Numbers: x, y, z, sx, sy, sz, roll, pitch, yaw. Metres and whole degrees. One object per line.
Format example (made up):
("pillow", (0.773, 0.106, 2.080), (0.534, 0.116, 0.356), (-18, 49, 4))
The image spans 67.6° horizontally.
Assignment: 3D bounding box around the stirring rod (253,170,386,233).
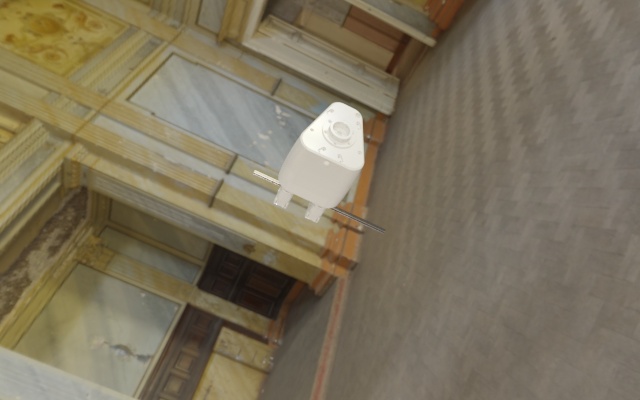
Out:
("stirring rod", (0.000, 0.003, 0.796), (0.239, 0.011, 0.011), (25, -3, -7))
